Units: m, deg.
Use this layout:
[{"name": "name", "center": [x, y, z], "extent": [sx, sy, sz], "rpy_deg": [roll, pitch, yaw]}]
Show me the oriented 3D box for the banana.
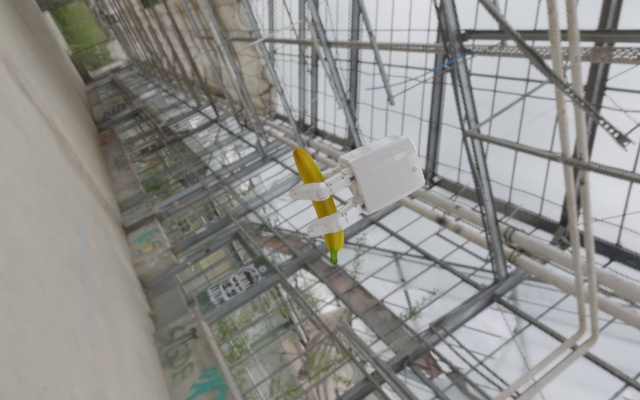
[{"name": "banana", "center": [0.002, 0.003, 0.792], "extent": [0.037, 0.198, 0.069], "rpy_deg": [-20, 7, 6]}]
